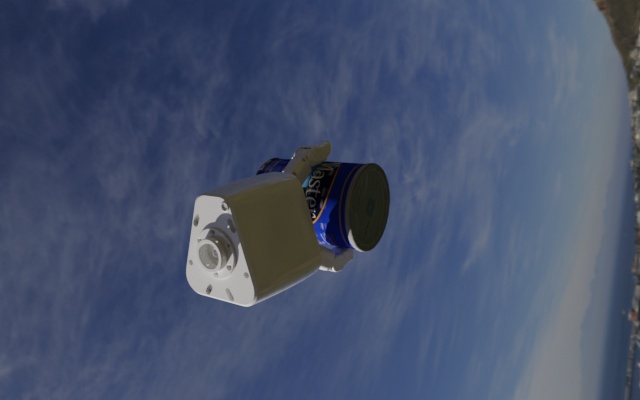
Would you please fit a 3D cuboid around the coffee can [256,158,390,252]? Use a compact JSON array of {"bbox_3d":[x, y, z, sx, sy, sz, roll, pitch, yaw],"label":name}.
[{"bbox_3d":[0.000,0.002,0.586,0.140,0.103,0.103,6,3,32],"label":"coffee can"}]
